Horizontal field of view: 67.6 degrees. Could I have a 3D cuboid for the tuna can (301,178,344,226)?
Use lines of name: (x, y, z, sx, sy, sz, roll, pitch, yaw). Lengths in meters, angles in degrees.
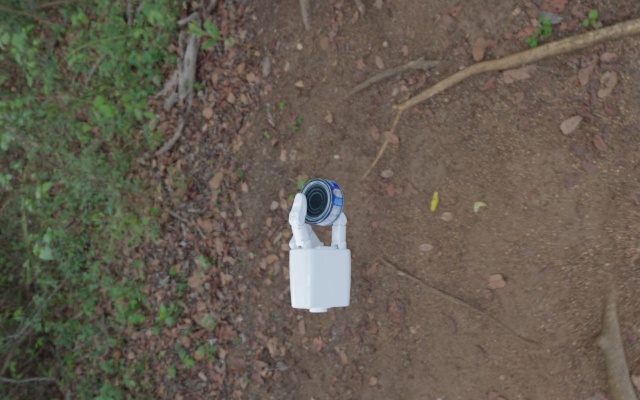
tuna can: (0.000, 0.003, 0.876, 0.086, 0.086, 0.034, 0, -9, 42)
